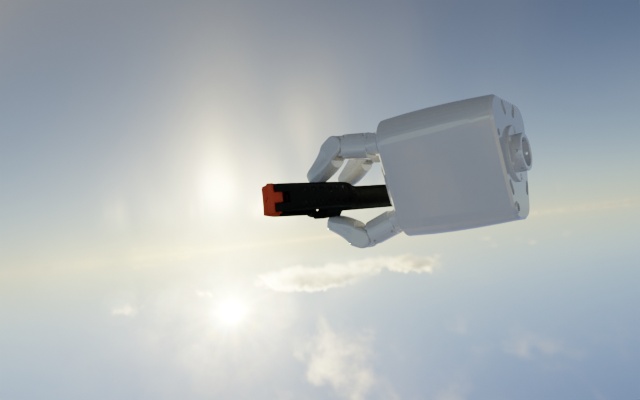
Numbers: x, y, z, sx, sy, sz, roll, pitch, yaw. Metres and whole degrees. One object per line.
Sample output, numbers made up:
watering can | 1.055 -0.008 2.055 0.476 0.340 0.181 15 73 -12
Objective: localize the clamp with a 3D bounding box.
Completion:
clamp | 0.000 0.002 0.515 0.164 0.036 0.210 -11 -6 38
